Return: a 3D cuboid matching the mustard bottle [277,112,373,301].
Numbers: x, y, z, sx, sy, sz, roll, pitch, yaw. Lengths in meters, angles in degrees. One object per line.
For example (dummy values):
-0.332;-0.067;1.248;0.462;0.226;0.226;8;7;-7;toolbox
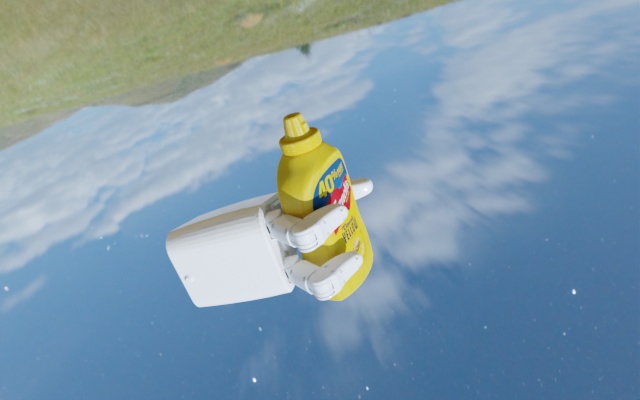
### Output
0.000;0.002;0.492;0.058;0.192;0.096;-1;30;33;mustard bottle
